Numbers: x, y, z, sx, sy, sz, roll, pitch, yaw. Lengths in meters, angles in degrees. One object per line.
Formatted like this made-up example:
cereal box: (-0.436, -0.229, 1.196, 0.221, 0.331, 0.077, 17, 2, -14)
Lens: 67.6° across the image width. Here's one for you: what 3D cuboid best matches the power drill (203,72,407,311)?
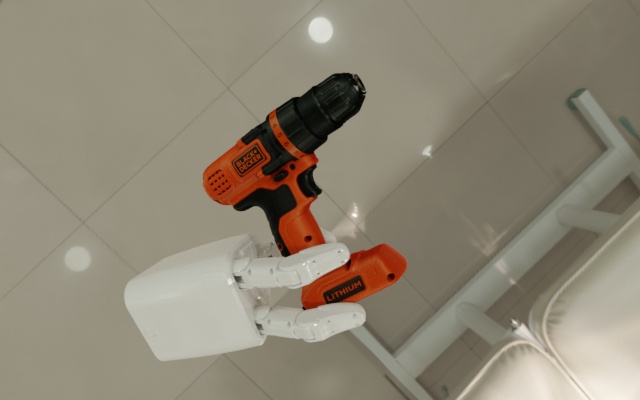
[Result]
power drill: (0.000, 0.002, 0.442, 0.184, 0.187, 0.057, -32, 0, 26)
